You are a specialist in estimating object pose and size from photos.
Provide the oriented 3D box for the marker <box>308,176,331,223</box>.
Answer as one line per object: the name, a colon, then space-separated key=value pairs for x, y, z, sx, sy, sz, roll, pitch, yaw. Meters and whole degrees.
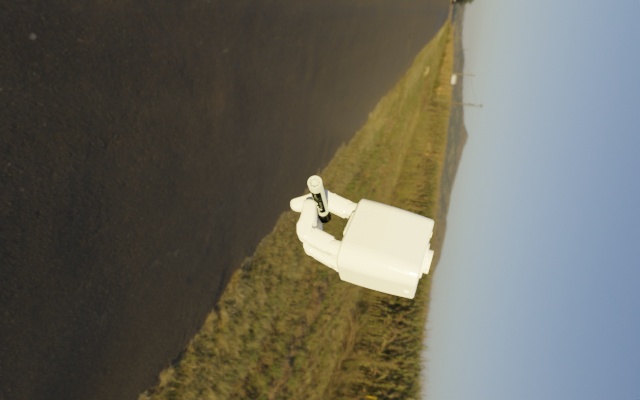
marker: x=0.000 y=0.002 z=0.660 sx=0.020 sy=0.020 sz=0.121 roll=0 pitch=-25 yaw=8
